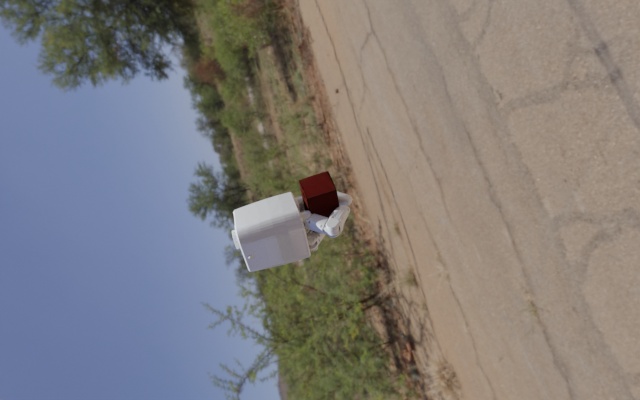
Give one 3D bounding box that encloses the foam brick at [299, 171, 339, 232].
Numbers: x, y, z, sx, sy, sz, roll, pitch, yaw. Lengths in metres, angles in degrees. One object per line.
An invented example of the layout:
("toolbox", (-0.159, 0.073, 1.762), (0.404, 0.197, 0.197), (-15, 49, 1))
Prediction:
("foam brick", (0.000, 0.002, 0.781), (0.051, 0.078, 0.053), (-16, 41, -6))
